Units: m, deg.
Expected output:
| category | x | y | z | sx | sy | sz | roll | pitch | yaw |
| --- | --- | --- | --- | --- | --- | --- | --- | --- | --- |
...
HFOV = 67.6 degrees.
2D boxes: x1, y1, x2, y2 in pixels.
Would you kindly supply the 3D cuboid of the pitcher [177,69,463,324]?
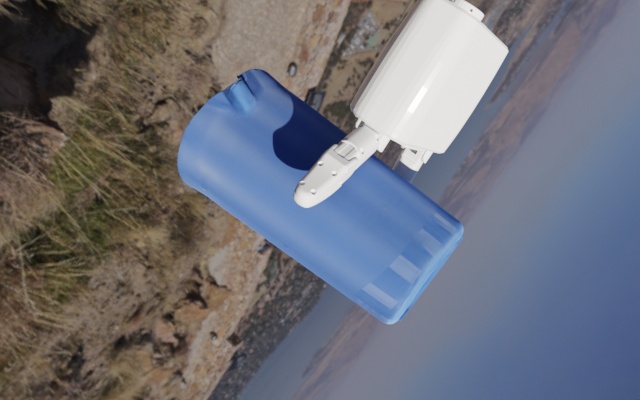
| category | x | y | z | sx | sy | sz | roll | pitch | yaw |
| --- | --- | --- | --- | --- | --- | --- | --- | --- | --- |
| pitcher | 0.000 | 0.001 | 0.445 | 0.243 | 0.145 | 0.149 | 37 | 21 | 15 |
